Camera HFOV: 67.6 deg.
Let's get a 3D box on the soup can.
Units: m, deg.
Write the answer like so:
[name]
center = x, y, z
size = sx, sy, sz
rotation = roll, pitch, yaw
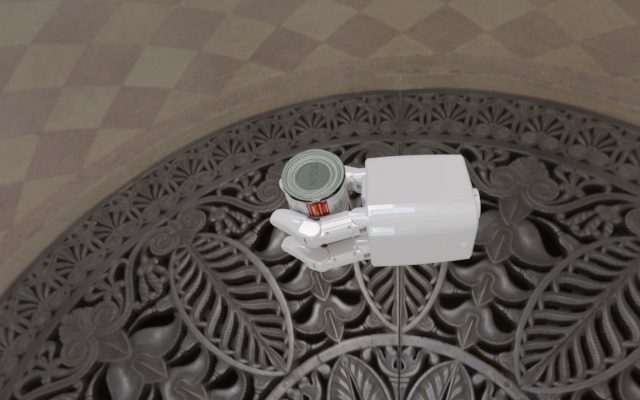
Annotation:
[soup can]
center = 0.000, 0.001, 0.519
size = 0.068, 0.068, 0.102
rotation = 0, -34, 10
